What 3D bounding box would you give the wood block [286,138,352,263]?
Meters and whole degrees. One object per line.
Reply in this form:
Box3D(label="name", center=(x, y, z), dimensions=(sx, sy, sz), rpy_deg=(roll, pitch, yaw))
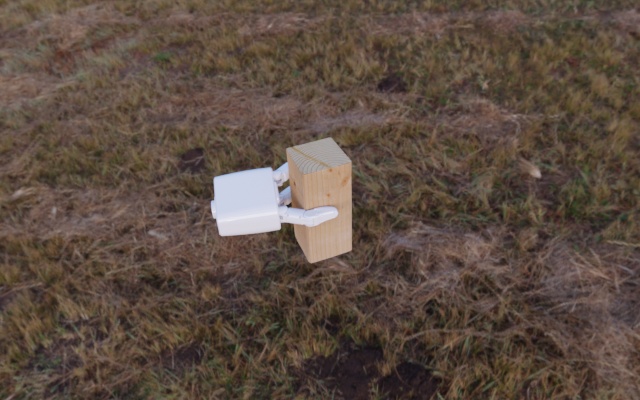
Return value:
Box3D(label="wood block", center=(0.000, 0.003, 0.879), dimensions=(0.090, 0.206, 0.090), rpy_deg=(-16, 40, -15))
